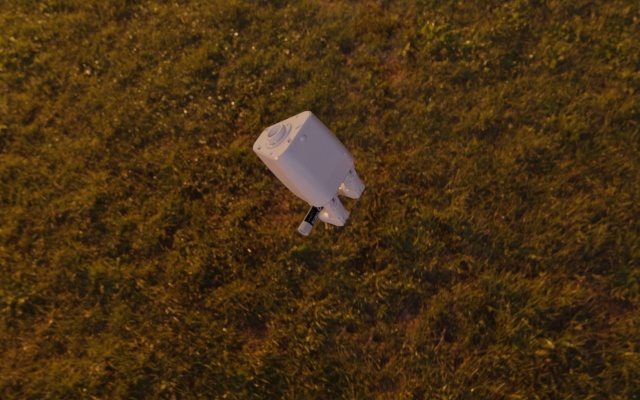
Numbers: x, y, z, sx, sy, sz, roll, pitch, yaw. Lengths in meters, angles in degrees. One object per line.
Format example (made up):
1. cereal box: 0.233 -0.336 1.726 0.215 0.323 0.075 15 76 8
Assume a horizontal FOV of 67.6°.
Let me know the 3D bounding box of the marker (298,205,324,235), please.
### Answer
1. marker: 0.000 0.003 0.781 0.020 0.121 0.020 26 -23 12
